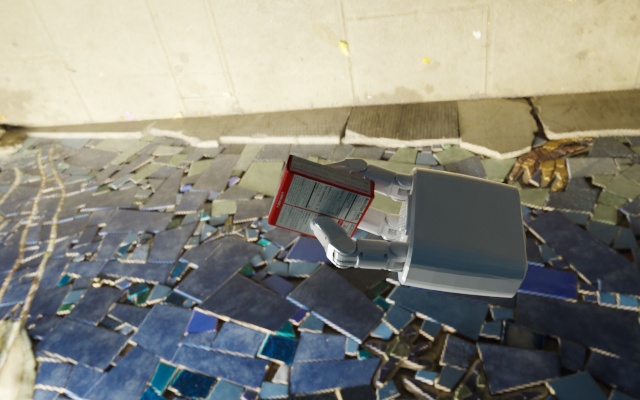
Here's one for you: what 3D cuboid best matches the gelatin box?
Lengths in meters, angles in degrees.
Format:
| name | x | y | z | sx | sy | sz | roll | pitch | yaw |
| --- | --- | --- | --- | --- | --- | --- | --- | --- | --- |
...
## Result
| name | x | y | z | sx | sy | sz | roll | pitch | yaw |
| --- | --- | --- | --- | --- | --- | --- | --- | --- | --- |
| gelatin box | 0.000 | 0.002 | 0.473 | 0.089 | 0.073 | 0.030 | 16 | 40 | -9 |
